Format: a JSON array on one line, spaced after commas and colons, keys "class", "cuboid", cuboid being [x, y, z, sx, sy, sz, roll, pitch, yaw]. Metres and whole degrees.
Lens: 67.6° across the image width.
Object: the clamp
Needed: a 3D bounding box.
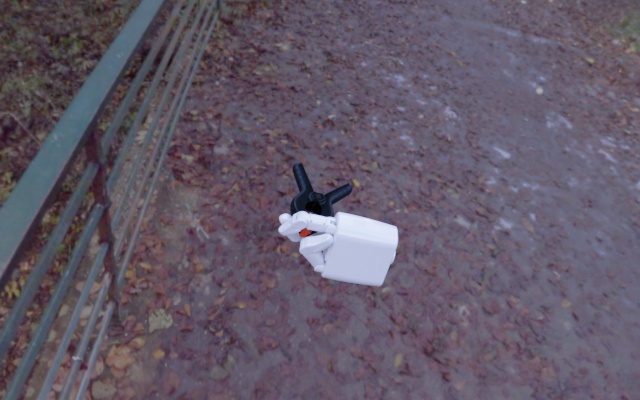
[{"class": "clamp", "cuboid": [0.000, 0.002, 0.864, 0.120, 0.171, 0.039, 13, -45, -7]}]
